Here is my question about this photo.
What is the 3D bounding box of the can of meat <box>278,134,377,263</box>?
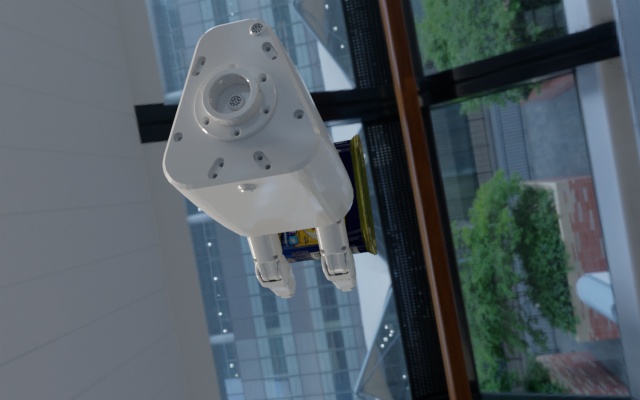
[{"bbox_3d":[0.000,0.001,0.414,0.084,0.102,0.057,-9,-14,9],"label":"can of meat"}]
